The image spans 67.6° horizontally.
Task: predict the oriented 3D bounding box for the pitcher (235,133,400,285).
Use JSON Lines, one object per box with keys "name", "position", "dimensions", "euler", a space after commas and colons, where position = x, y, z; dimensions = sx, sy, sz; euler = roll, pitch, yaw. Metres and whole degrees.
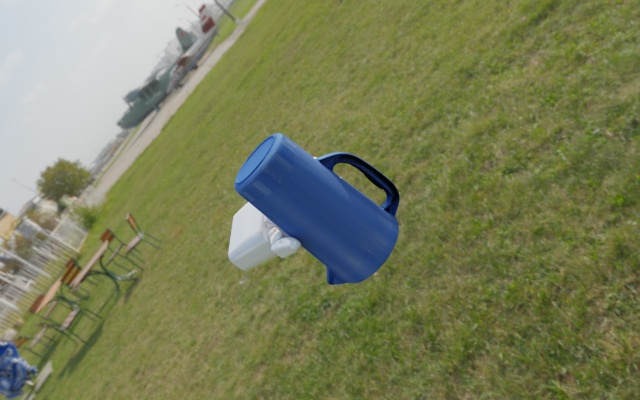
{"name": "pitcher", "position": [0.000, 0.003, 0.731], "dimensions": [0.243, 0.149, 0.145], "euler": [39, -46, -21]}
